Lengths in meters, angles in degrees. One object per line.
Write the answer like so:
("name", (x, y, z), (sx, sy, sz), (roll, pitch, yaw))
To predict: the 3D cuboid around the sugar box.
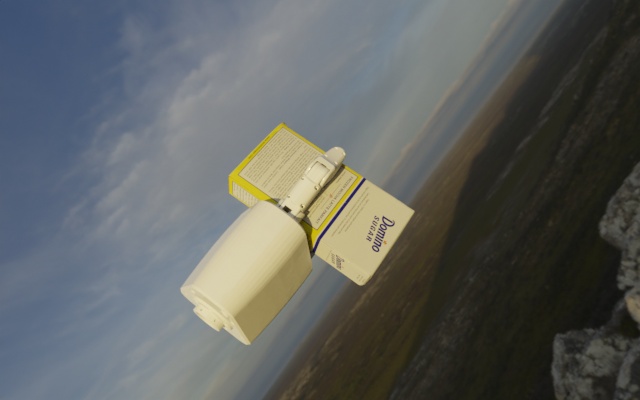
("sugar box", (0.000, 0.002, 0.507), (0.176, 0.093, 0.048), (36, -26, 6))
